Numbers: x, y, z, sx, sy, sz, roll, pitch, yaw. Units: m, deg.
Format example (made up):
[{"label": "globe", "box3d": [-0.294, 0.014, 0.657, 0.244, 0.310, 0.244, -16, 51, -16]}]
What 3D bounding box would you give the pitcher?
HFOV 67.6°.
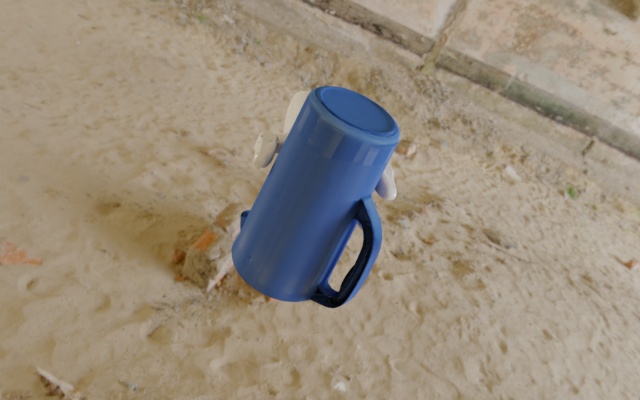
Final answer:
[{"label": "pitcher", "box3d": [0.000, 0.002, 0.559, 0.149, 0.243, 0.145, 18, 34, -15]}]
